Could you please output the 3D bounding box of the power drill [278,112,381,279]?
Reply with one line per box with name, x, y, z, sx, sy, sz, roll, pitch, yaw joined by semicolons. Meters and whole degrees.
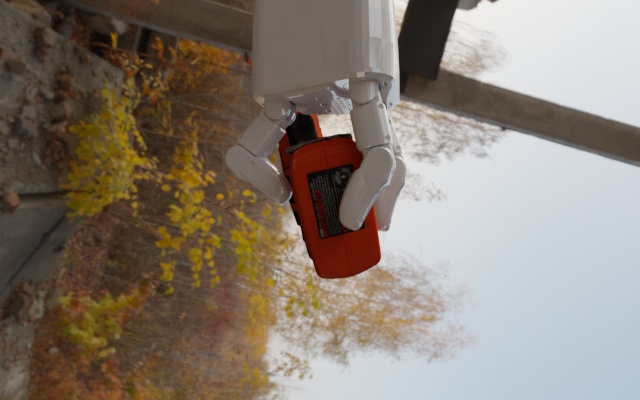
power drill;0.000;0.001;0.436;0.057;0.184;0.187;-16;16;-7
